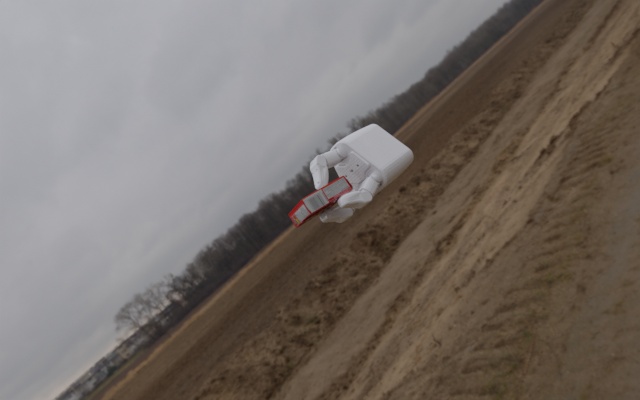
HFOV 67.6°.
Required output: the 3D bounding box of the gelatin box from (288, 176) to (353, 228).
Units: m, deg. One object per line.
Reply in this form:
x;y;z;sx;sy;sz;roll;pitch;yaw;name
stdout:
0.000;0.002;0.760;0.089;0.030;0.073;-31;-6;-29;gelatin box
